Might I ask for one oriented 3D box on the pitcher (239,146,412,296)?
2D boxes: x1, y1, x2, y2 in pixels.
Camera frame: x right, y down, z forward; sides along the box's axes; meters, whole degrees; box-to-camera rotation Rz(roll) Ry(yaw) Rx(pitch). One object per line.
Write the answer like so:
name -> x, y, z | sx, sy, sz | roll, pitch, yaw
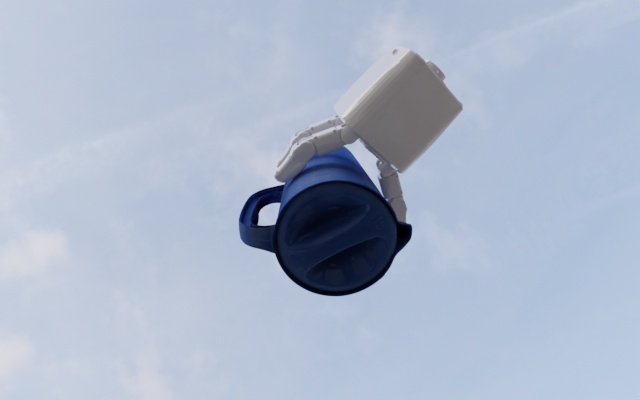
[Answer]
pitcher -> 0.000, 0.002, 0.600 | 0.149, 0.145, 0.242 | 41, 13, -16
